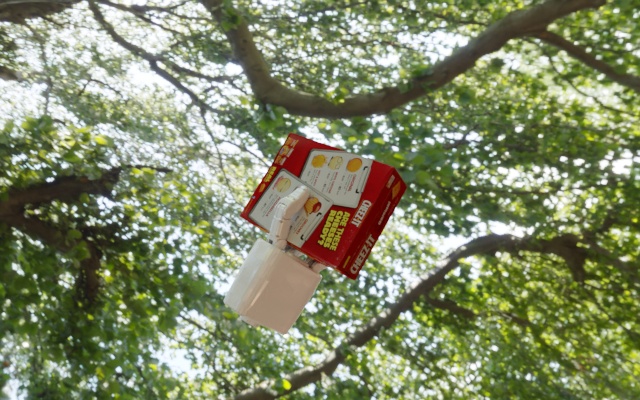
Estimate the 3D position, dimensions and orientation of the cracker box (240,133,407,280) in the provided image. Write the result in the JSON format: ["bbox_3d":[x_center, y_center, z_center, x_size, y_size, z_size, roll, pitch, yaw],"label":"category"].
[{"bbox_3d":[0.000,0.002,0.735,0.213,0.164,0.072,24,-11,38],"label":"cracker box"}]
